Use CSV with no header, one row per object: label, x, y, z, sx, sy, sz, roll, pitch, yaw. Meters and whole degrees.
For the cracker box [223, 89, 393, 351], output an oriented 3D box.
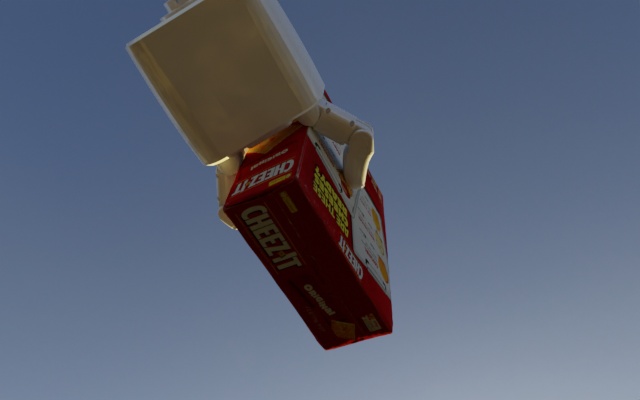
cracker box,0.000,0.001,0.448,0.072,0.164,0.213,-23,28,18
